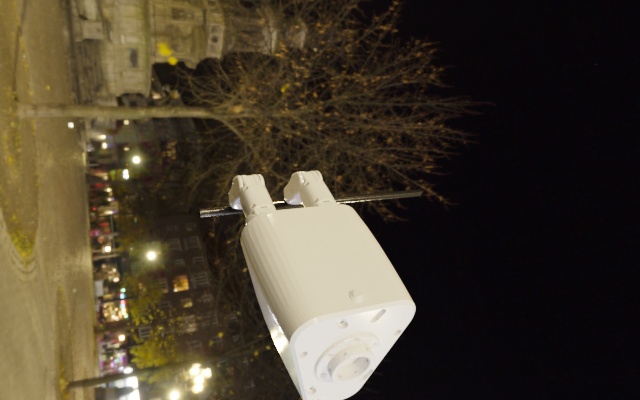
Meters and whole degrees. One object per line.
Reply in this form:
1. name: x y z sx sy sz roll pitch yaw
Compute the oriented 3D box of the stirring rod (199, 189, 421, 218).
1. stirring rod: 0.000 0.002 0.480 0.239 0.011 0.011 -5 2 -24
